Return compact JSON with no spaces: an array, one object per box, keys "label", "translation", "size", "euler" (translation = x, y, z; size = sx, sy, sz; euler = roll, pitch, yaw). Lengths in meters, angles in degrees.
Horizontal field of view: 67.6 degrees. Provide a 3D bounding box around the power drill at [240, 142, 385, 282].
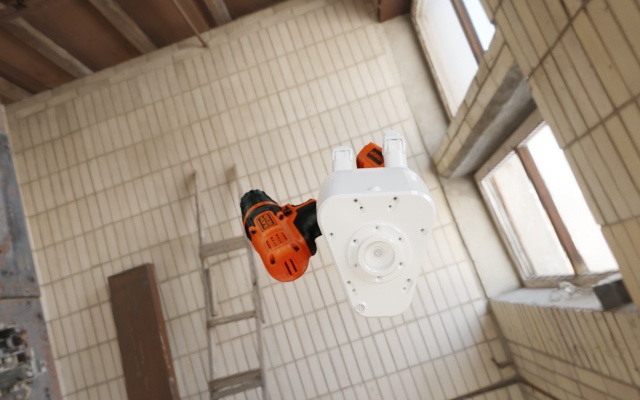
[{"label":"power drill","translation":[0.001,0.002,0.556],"size":[0.187,0.057,0.184],"euler":[-29,31,-7]}]
